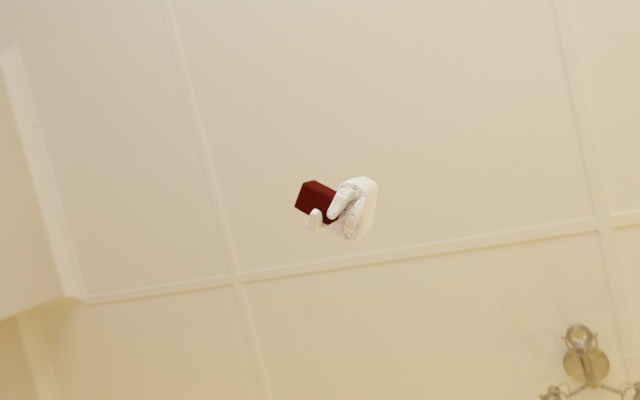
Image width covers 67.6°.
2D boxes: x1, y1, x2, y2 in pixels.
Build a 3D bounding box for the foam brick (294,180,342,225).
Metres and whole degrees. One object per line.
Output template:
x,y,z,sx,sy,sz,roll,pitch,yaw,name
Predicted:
0.000,0.003,0.896,0.078,0.053,0.051,29,20,15,foam brick
